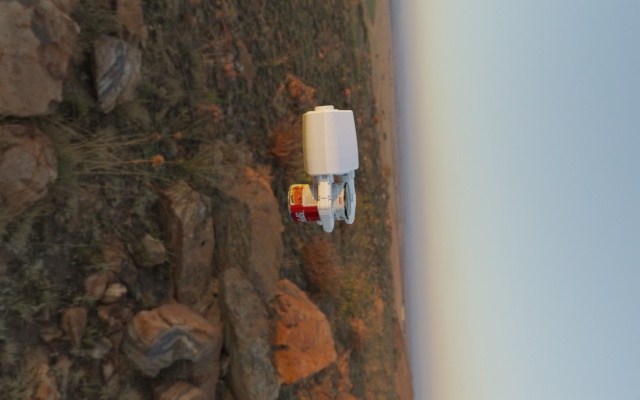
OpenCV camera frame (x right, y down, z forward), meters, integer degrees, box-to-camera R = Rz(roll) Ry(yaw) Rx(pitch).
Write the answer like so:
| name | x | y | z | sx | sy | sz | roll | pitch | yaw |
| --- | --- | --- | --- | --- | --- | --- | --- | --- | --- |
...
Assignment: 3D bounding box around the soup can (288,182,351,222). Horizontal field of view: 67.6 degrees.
| name | x | y | z | sx | sy | sz | roll | pitch | yaw |
| --- | --- | --- | --- | --- | --- | --- | --- | --- | --- |
| soup can | 0.000 | 0.003 | 0.850 | 0.102 | 0.068 | 0.068 | -3 | -1 | 12 |
